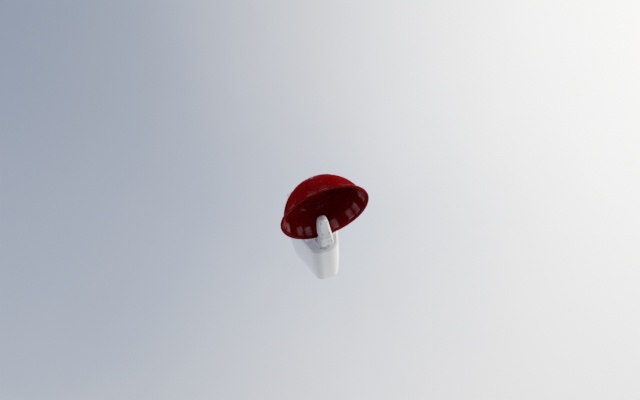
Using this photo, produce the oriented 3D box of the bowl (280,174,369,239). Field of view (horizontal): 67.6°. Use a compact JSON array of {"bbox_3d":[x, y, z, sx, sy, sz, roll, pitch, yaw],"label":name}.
[{"bbox_3d":[0.000,0.002,0.833,0.162,0.055,0.162,-17,-29,-10],"label":"bowl"}]
